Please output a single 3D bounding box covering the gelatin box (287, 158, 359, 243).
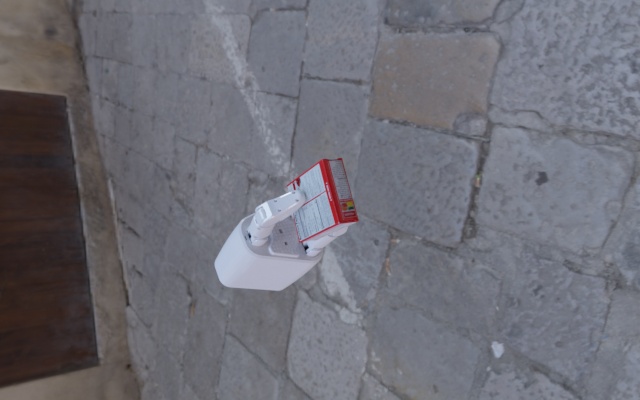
[{"bbox_3d":[0.000,0.002,0.538,0.030,0.073,0.089,-6,-15,-33],"label":"gelatin box"}]
